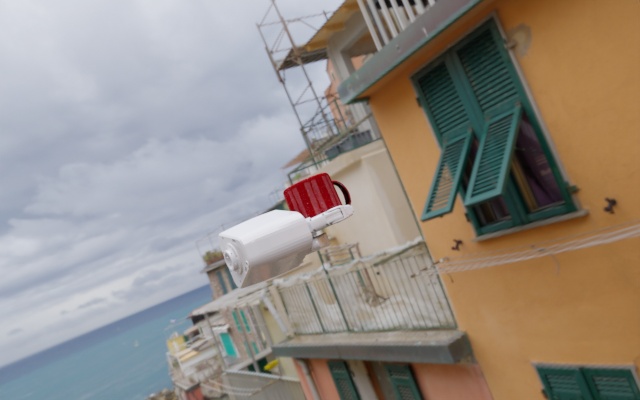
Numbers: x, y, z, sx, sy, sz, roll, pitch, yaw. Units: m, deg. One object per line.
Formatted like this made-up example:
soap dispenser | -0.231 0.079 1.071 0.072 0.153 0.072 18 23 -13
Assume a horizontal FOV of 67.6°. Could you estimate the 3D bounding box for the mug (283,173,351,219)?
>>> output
mug | 0.001 0.002 0.780 0.117 0.081 0.093 -22 -4 -31
